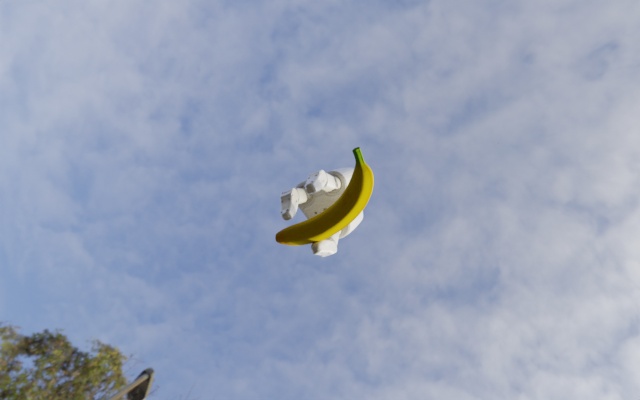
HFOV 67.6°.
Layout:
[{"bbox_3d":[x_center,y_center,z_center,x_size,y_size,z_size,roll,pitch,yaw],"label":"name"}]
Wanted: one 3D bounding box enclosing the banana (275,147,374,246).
[{"bbox_3d":[0.015,0.013,0.697,0.198,0.069,0.037,-47,-6,22],"label":"banana"}]
